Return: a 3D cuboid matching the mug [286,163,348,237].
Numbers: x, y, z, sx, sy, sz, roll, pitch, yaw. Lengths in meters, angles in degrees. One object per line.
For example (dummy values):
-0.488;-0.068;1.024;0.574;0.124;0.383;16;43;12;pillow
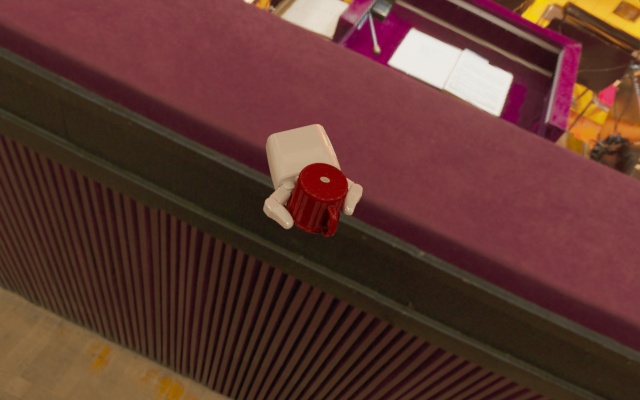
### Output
0.000;0.004;0.766;0.093;0.117;0.082;-5;-36;-20;mug
